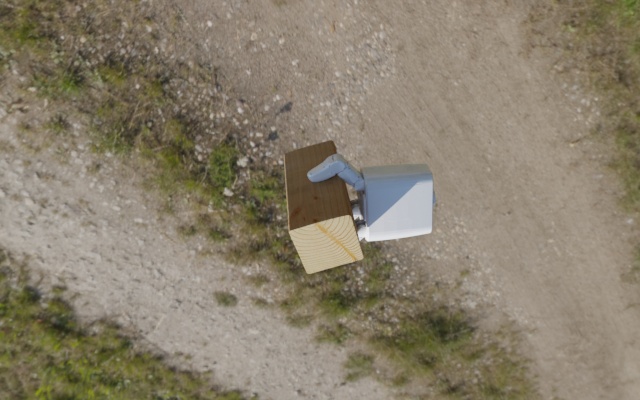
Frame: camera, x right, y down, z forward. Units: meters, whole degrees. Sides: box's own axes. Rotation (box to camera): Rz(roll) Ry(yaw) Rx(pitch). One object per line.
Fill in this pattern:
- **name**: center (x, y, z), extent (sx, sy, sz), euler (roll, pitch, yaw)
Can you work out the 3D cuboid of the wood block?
- **wood block**: center (0.000, 0.002, 0.755), extent (0.090, 0.091, 0.206), euler (-16, 36, 5)
